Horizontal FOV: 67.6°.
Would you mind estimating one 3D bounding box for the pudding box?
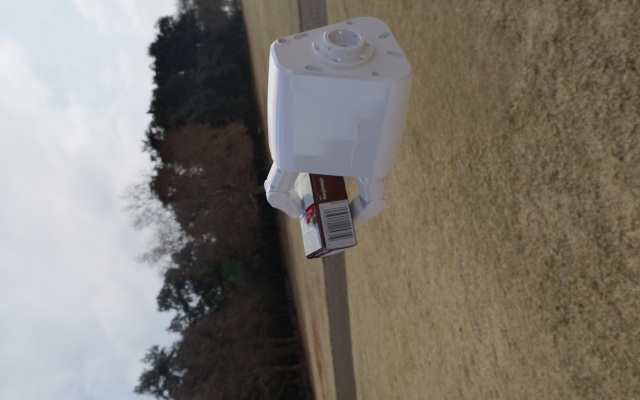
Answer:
[{"bbox_3d":[0.000,0.002,0.510,0.039,0.113,0.090,-7,-10,-13],"label":"pudding box"}]
